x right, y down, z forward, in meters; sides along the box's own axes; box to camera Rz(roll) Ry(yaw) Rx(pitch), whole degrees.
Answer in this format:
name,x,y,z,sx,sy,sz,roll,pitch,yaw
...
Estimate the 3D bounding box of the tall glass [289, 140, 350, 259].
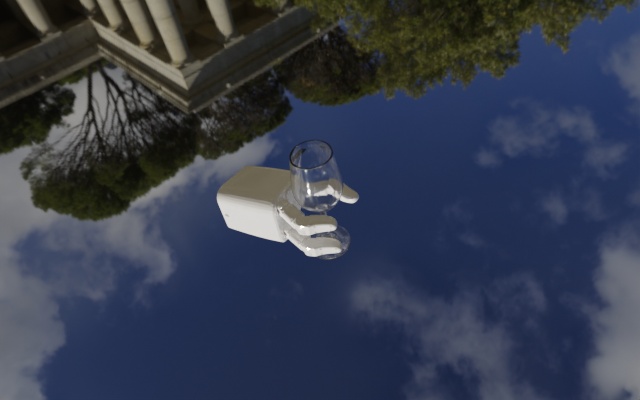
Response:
name,x,y,z,sx,sy,sz,roll,pitch,yaw
tall glass,0.000,0.003,0.738,0.079,0.079,0.201,0,-43,10
